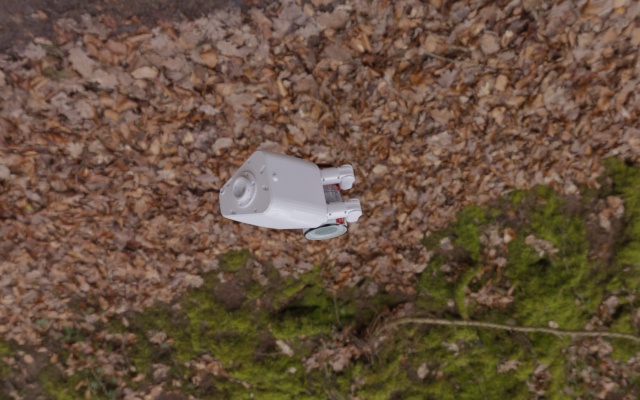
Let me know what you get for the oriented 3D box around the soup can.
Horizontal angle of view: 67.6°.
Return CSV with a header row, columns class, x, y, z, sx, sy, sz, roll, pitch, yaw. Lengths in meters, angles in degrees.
class,x,y,z,sx,sy,sz,roll,pitch,yaw
soup can,0.000,0.003,0.739,0.068,0.102,0.068,-9,-20,-3
